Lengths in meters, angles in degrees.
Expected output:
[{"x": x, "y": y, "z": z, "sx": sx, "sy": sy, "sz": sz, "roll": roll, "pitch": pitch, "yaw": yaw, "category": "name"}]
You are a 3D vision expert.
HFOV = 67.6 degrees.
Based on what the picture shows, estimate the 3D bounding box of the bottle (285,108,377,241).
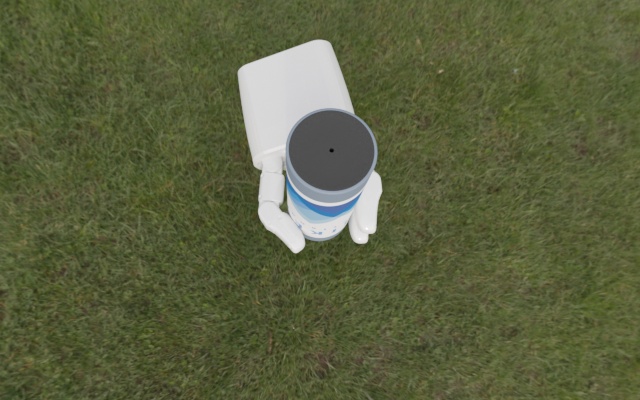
[{"x": 0.000, "y": 0.002, "z": 0.483, "sx": 0.069, "sy": 0.069, "sz": 0.296, "roll": 0, "pitch": -15, "yaw": -3, "category": "bottle"}]
